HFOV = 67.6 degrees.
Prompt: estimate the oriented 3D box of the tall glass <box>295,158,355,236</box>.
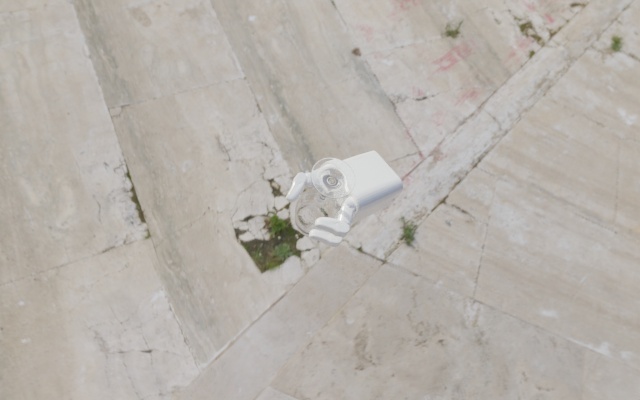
[{"bbox_3d":[0.000,0.003,0.860,0.079,0.079,0.201,0,-24,-14],"label":"tall glass"}]
